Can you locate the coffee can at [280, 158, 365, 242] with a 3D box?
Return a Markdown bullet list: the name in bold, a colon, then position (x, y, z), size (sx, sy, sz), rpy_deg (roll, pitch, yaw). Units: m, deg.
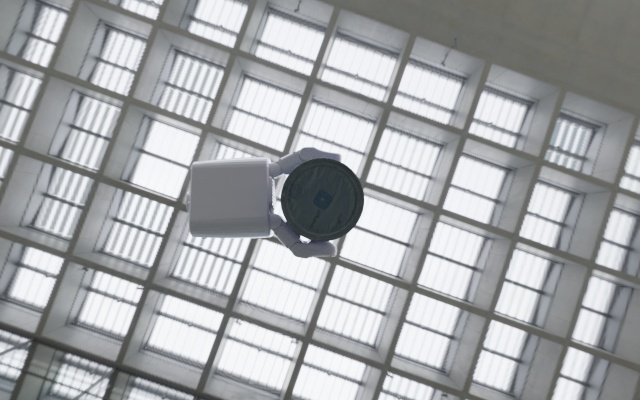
- **coffee can**: position (0.000, 0.002, 0.648), size (0.103, 0.103, 0.140), rpy_deg (0, -3, -2)
